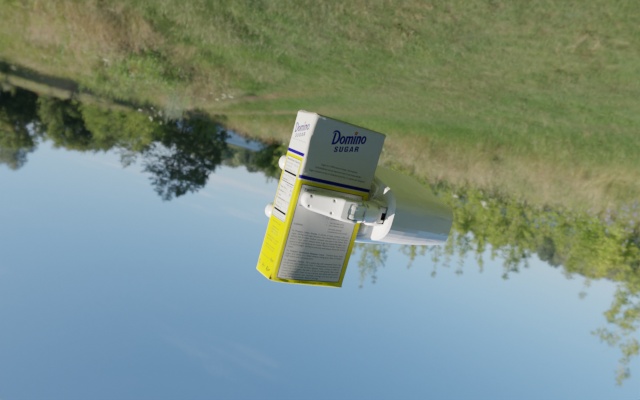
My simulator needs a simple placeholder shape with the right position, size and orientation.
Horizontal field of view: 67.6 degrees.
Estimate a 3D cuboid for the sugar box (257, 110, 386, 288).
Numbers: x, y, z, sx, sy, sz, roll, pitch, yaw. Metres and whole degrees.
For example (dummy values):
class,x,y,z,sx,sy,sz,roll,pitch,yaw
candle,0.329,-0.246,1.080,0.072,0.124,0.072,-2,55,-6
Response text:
class,x,y,z,sx,sy,sz,roll,pitch,yaw
sugar box,0.000,0.002,0.509,0.093,0.176,0.048,11,7,-33
